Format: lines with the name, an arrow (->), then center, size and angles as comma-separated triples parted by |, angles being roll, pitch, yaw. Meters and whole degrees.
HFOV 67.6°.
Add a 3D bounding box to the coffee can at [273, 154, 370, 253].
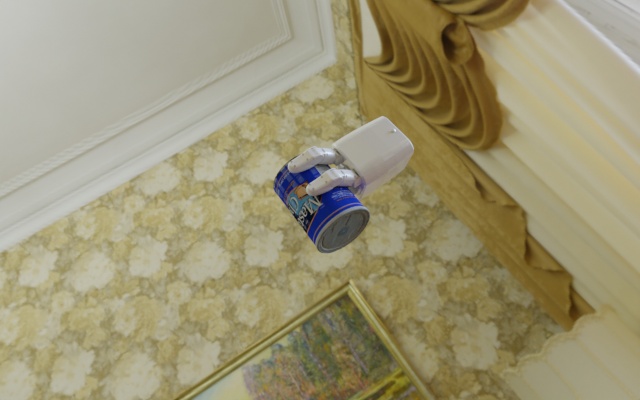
coffee can -> 0.000, 0.003, 0.794 | 0.103, 0.103, 0.140 | 0, 43, -48
